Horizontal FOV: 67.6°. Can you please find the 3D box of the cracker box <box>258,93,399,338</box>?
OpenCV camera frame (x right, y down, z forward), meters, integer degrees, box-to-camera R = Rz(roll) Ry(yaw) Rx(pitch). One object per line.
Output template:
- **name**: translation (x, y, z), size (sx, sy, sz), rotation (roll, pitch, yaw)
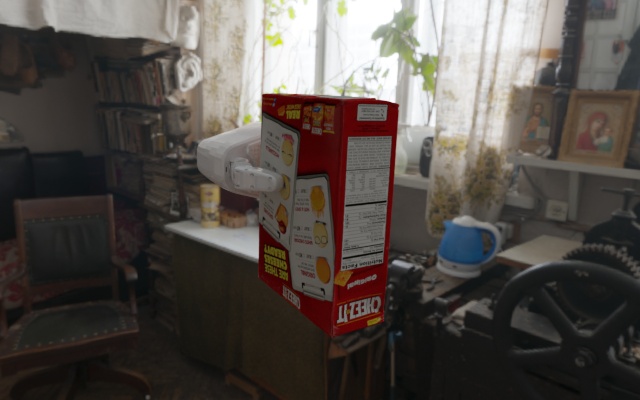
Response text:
- **cracker box**: translation (0.000, 0.001, 0.487), size (0.072, 0.214, 0.164), rotation (-6, 15, -30)
